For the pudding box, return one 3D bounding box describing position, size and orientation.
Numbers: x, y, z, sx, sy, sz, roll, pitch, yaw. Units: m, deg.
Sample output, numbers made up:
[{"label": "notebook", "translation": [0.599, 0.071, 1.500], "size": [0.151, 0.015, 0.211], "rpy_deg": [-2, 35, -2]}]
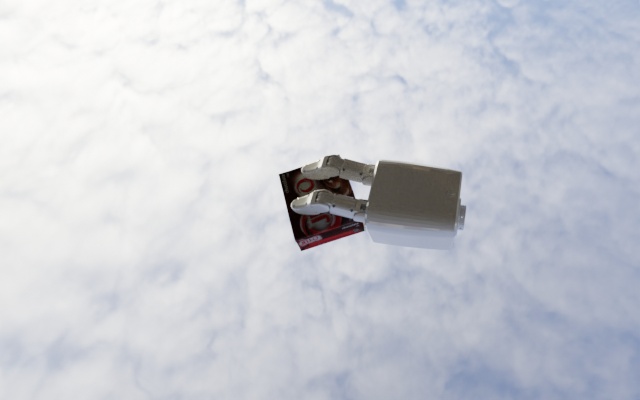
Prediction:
[{"label": "pudding box", "translation": [0.000, 0.002, 0.637], "size": [0.090, 0.113, 0.039], "rpy_deg": [-18, -36, 1]}]
